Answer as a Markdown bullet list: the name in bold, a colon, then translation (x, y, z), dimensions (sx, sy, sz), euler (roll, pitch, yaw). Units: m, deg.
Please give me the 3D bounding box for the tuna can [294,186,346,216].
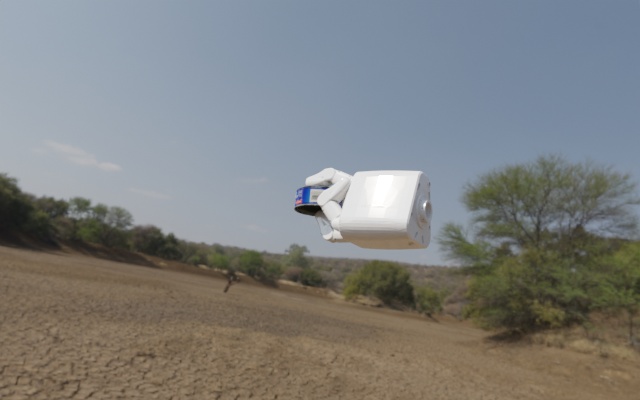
- **tuna can**: translation (0.000, 0.002, 0.798), dimensions (0.086, 0.033, 0.086), euler (5, -14, 1)
